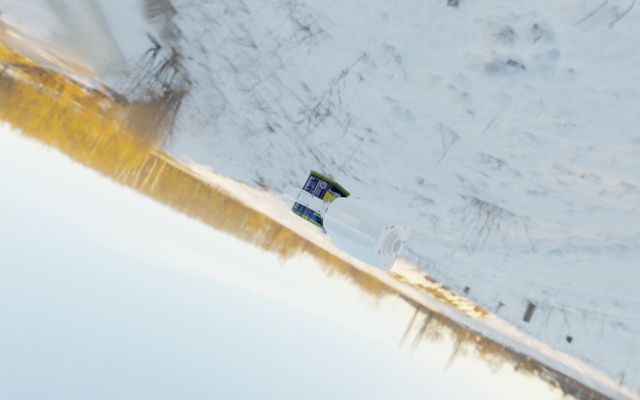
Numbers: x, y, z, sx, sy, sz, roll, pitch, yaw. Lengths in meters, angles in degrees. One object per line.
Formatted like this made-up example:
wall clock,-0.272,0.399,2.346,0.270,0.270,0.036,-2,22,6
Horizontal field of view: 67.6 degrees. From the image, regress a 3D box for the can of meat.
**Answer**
can of meat,0.000,0.003,0.872,0.057,0.084,0.102,26,-4,31
